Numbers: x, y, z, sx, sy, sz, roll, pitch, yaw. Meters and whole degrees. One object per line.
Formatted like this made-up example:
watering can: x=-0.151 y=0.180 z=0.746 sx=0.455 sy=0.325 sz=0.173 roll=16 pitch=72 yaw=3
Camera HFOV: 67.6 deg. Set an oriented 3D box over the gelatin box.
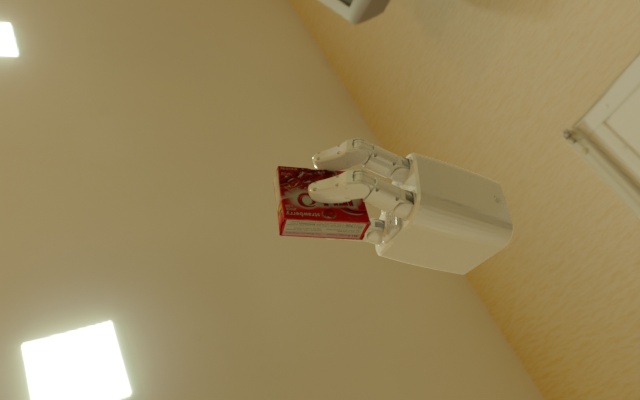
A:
gelatin box: x=0.000 y=0.002 z=0.485 sx=0.089 sy=0.073 sz=0.030 roll=4 pitch=-44 yaw=-15
